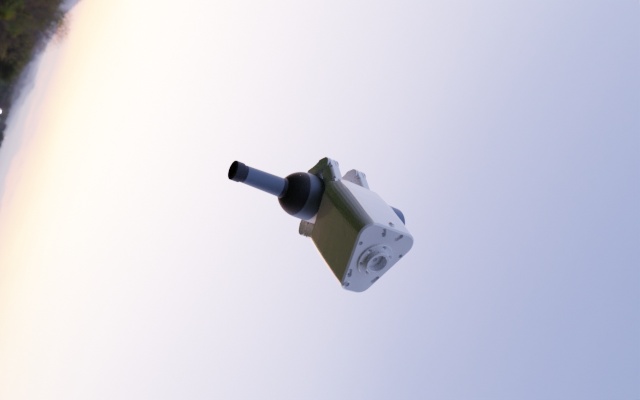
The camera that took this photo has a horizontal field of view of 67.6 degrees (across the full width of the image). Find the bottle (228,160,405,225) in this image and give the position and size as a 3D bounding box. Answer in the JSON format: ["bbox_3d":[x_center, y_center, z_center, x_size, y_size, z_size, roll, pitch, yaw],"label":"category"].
[{"bbox_3d":[0.000,0.002,0.703,0.296,0.069,0.069,20,-12,-34],"label":"bottle"}]
